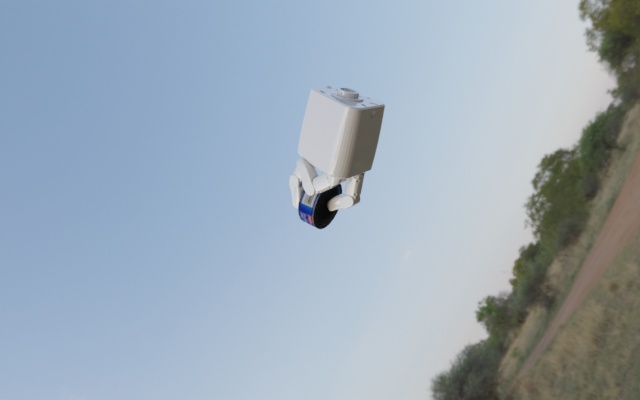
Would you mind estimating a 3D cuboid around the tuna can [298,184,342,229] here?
[{"bbox_3d":[0.000,0.002,0.802,0.033,0.086,0.086,23,11,28],"label":"tuna can"}]
